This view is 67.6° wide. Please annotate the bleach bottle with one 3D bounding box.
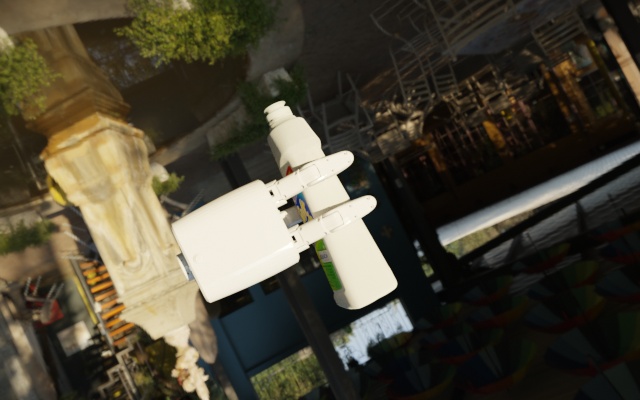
[{"bbox_3d":[0.000,0.002,0.570,0.068,0.251,0.102,-26,-3,-13],"label":"bleach bottle"}]
